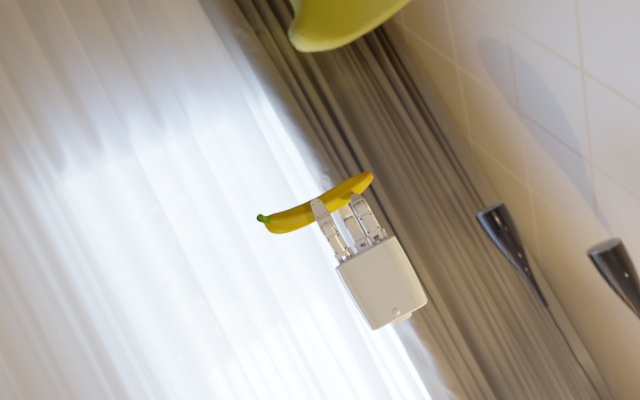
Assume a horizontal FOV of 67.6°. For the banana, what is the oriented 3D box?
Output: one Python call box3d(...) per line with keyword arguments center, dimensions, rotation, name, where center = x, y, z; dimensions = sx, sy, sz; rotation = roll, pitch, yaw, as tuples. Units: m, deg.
box3d(center=(-0.007, 0.010, 0.739), dimensions=(0.198, 0.037, 0.070), rotation=(-24, -12, -20), name="banana")
